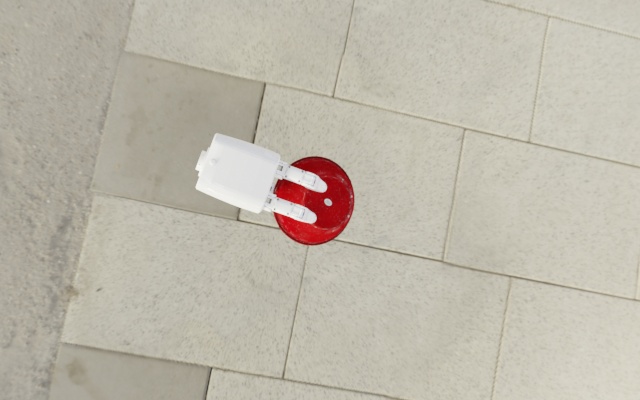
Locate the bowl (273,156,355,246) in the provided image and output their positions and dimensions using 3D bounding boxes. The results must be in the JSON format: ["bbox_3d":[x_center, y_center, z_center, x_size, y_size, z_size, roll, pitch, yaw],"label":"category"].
[{"bbox_3d":[0.002,0.003,0.834,0.162,0.162,0.055,0,4,-25],"label":"bowl"}]
